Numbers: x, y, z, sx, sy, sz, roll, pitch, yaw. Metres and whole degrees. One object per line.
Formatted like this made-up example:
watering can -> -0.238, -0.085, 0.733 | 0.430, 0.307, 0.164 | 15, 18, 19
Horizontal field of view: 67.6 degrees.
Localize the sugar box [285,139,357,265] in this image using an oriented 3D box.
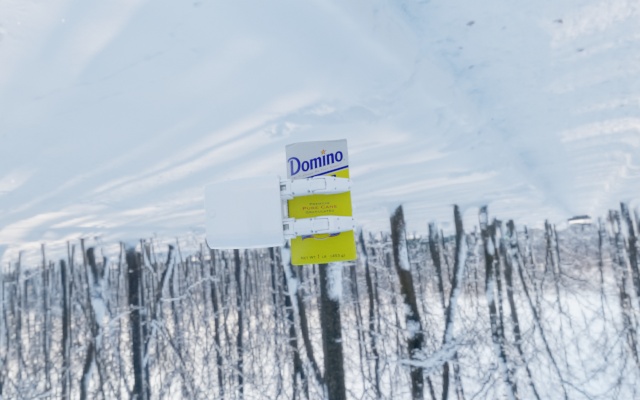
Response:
sugar box -> 0.000, 0.002, 0.693 | 0.093, 0.176, 0.048 | -5, -7, 3
